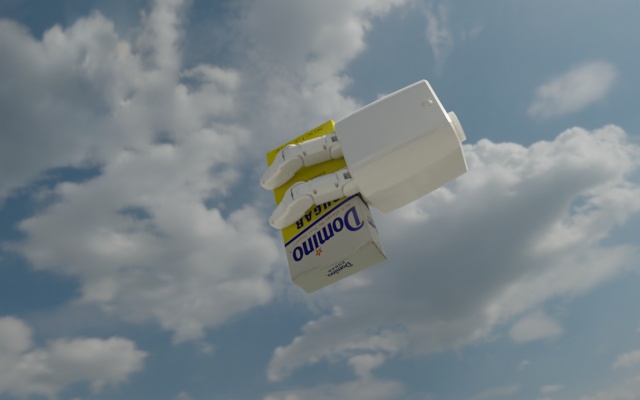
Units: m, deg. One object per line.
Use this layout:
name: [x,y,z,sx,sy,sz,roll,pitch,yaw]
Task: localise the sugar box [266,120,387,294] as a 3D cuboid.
sugar box: [0.000,0.001,0.519,0.093,0.176,0.048,-27,-41,13]
